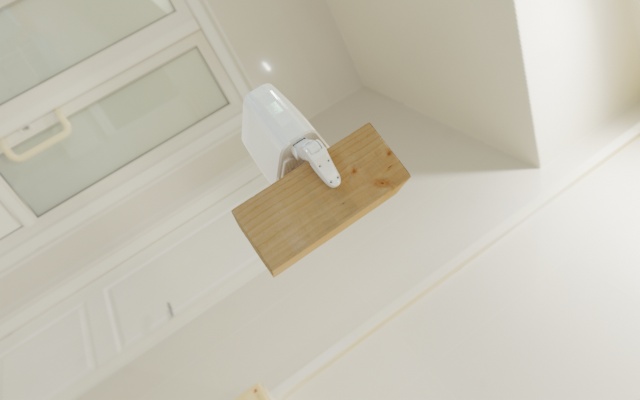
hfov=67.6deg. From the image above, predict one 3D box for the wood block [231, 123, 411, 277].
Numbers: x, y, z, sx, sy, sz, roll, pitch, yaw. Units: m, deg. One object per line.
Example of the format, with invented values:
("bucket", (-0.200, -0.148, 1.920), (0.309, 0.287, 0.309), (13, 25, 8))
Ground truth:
("wood block", (0.000, 0.002, 0.616), (0.206, 0.090, 0.091), (-34, -10, -11))
